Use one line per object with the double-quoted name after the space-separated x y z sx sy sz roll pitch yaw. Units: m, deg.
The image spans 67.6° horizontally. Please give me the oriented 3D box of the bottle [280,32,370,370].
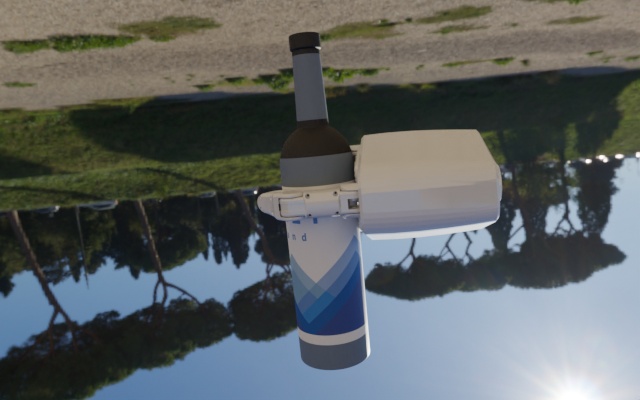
0.000 0.002 0.435 0.069 0.296 0.069 -5 9 1 "bottle"
